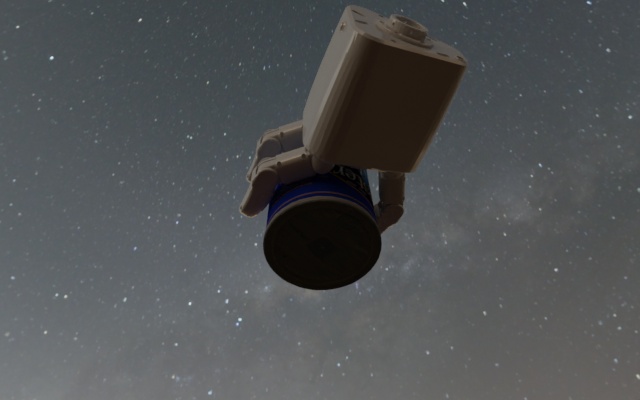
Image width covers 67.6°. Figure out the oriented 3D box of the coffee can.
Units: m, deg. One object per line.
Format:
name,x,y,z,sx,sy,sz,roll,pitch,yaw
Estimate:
coffee can,0.000,0.002,0.467,0.103,0.103,0.140,0,35,-2
